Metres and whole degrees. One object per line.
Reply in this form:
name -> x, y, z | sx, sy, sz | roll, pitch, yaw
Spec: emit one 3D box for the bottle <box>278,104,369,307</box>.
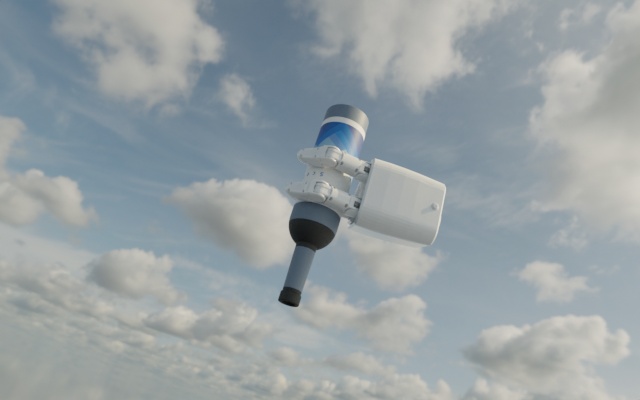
bottle -> 0.000, 0.002, 0.659 | 0.069, 0.295, 0.069 | 14, -25, 7
